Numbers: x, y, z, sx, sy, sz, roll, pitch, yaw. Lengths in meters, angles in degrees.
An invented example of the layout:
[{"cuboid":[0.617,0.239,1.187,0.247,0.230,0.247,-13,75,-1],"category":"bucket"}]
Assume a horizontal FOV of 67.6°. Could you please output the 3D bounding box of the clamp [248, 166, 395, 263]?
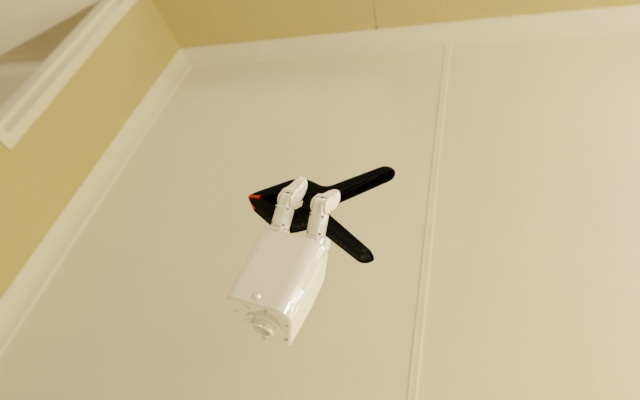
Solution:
[{"cuboid":[0.000,0.003,0.680,0.210,0.164,0.036,10,-40,24],"category":"clamp"}]
